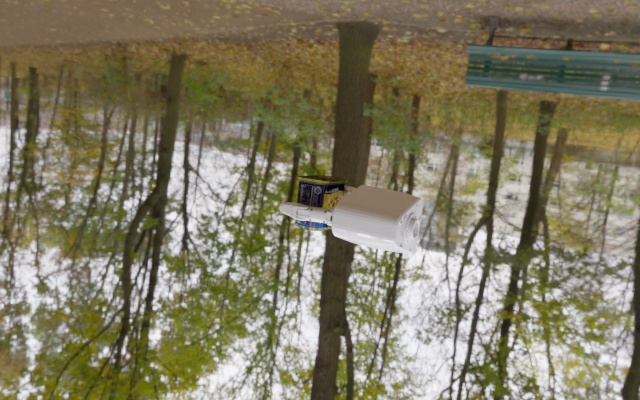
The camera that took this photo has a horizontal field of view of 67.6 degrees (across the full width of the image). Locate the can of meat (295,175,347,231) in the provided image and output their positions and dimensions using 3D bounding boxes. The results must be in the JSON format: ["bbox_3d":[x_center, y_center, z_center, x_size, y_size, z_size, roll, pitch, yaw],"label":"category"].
[{"bbox_3d":[0.000,0.003,0.809,0.057,0.084,0.102,10,9,26],"label":"can of meat"}]
